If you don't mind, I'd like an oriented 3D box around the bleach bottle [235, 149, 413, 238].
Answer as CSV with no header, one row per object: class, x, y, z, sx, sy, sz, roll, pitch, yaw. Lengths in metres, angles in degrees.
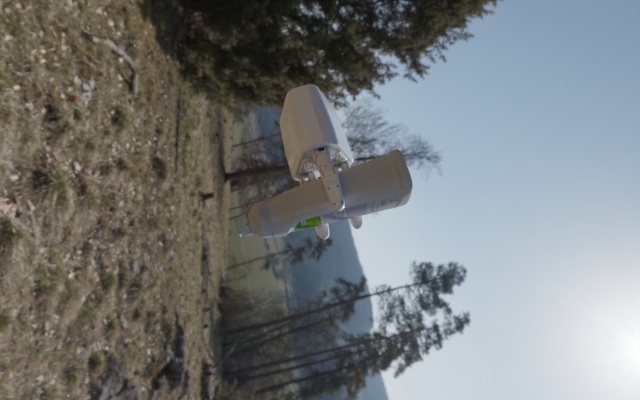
bleach bottle,0.000,0.002,0.686,0.251,0.068,0.103,-16,-20,-2
